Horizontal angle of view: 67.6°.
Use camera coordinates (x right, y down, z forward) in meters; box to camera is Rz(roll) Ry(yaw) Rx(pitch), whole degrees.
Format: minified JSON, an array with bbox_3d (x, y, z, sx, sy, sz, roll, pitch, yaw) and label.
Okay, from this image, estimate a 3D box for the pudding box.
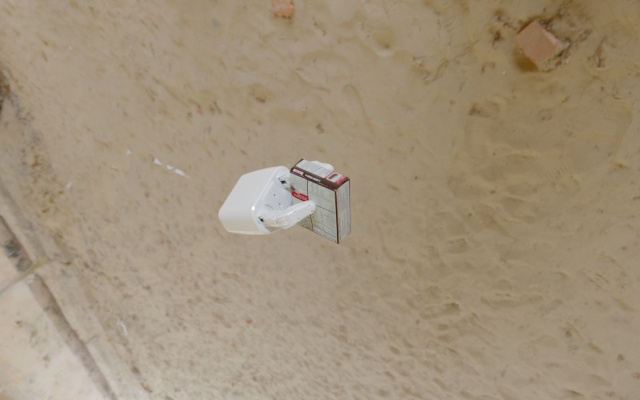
[{"bbox_3d":[0.000,0.002,0.728,0.090,0.114,0.039,24,49,28],"label":"pudding box"}]
